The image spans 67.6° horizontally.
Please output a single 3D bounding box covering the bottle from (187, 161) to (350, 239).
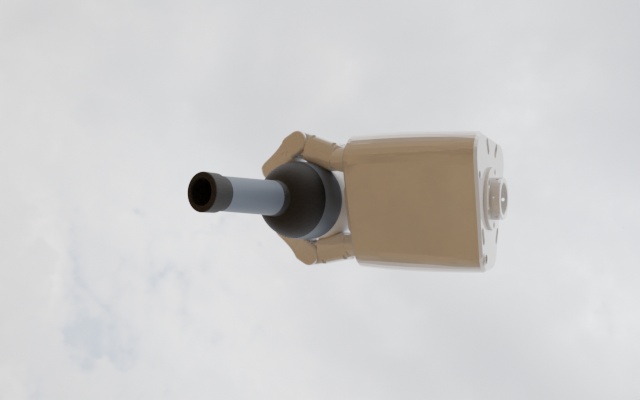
[{"bbox_3d":[0.000,0.001,0.438,0.069,0.069,0.296,0,-3,32],"label":"bottle"}]
